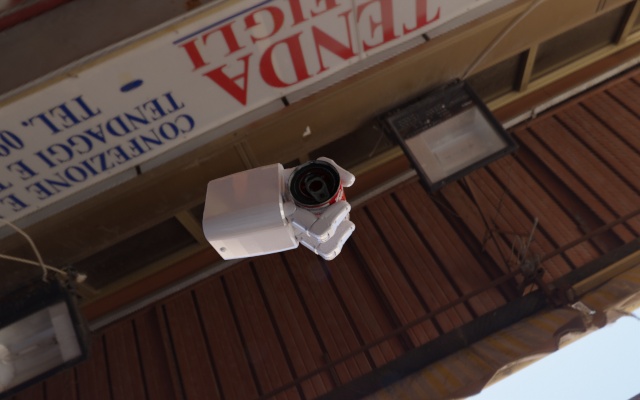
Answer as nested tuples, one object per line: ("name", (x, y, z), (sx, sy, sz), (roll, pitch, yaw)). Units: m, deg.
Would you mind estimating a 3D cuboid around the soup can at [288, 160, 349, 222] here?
("soup can", (0.001, 0.002, 0.642), (0.068, 0.068, 0.102), (0, -30, 11))
